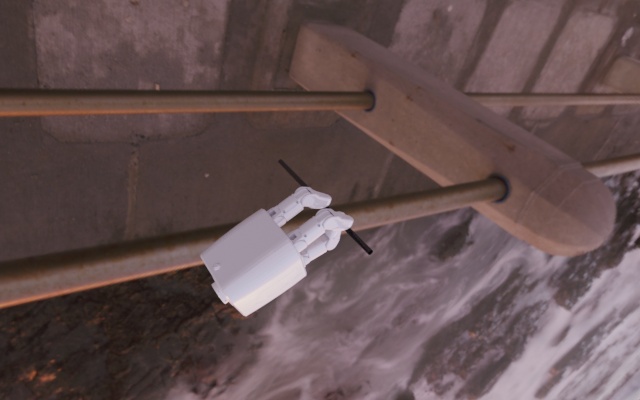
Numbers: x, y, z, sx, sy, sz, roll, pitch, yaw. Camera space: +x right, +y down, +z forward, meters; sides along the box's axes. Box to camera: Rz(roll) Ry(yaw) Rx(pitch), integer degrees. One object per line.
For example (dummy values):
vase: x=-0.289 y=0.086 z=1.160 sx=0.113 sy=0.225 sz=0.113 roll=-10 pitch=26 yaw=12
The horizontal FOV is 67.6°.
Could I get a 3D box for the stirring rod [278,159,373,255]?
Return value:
stirring rod: x=0.000 y=0.002 z=0.703 sx=0.011 sy=0.011 sz=0.239 roll=0 pitch=33 yaw=-41
